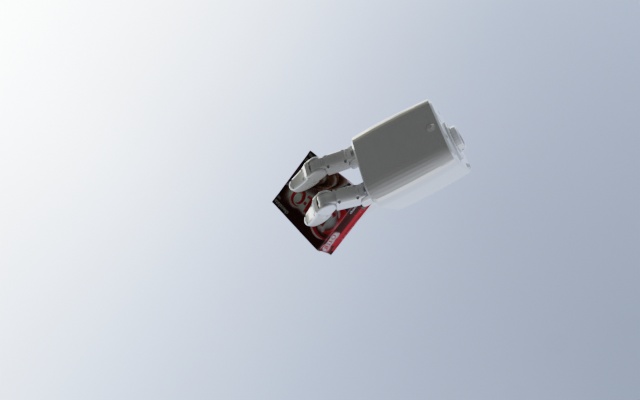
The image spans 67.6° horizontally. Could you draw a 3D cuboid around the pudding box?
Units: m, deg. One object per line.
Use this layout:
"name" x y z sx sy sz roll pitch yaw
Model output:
"pudding box" 0.000 0.002 0.625 0.039 0.090 0.113 29 11 -50
